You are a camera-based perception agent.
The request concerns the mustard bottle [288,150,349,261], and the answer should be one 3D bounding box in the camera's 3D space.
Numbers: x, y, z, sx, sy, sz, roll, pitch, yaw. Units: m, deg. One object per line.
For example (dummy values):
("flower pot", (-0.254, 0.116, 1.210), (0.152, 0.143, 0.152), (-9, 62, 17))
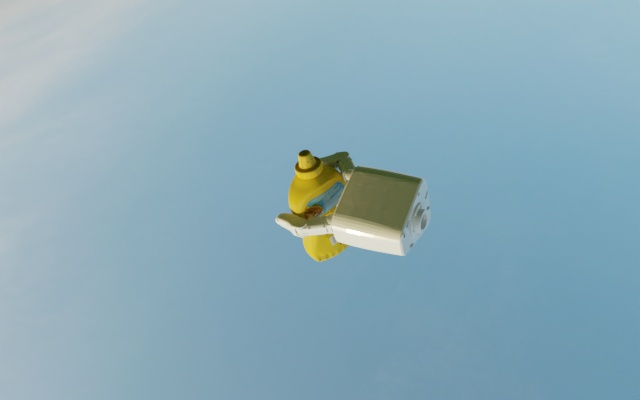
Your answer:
("mustard bottle", (0.000, 0.003, 0.740), (0.096, 0.192, 0.058), (-34, 43, -18))
